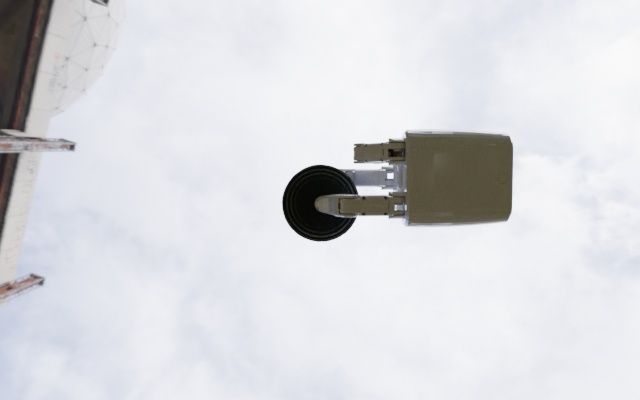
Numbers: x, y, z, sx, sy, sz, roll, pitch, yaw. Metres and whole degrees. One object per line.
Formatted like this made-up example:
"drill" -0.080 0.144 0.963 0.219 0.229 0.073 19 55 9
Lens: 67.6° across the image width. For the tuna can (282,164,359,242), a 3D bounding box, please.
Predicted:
"tuna can" 0.000 0.002 0.541 0.086 0.086 0.033 0 6 -1
